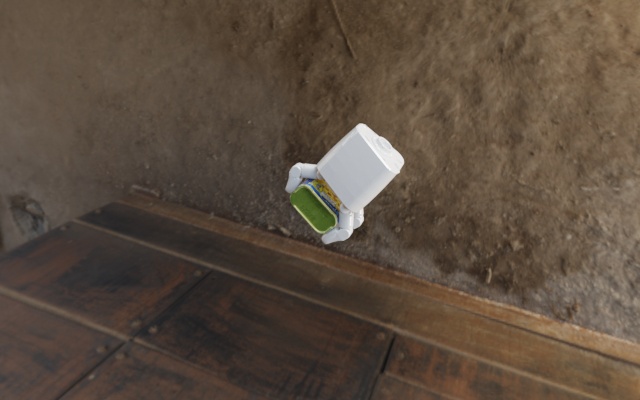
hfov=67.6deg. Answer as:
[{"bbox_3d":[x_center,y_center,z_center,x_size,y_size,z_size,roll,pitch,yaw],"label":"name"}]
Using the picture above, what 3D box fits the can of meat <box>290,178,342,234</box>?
[{"bbox_3d":[0.000,0.003,0.877,0.057,0.102,0.084,-41,2,28],"label":"can of meat"}]
